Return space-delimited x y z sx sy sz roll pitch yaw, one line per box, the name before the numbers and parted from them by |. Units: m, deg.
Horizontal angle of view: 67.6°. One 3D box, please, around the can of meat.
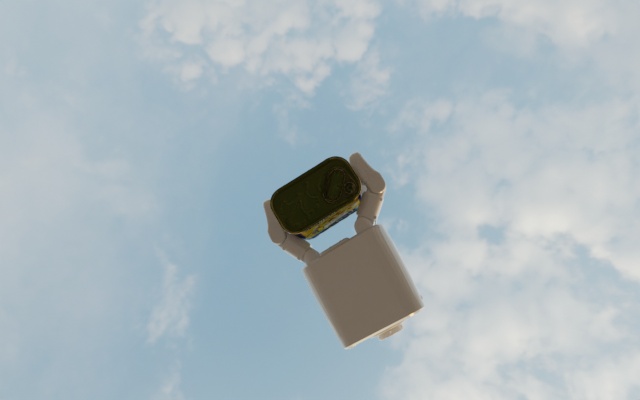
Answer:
can of meat | 0.000 0.002 0.568 0.102 0.057 0.084 -32 -15 1
